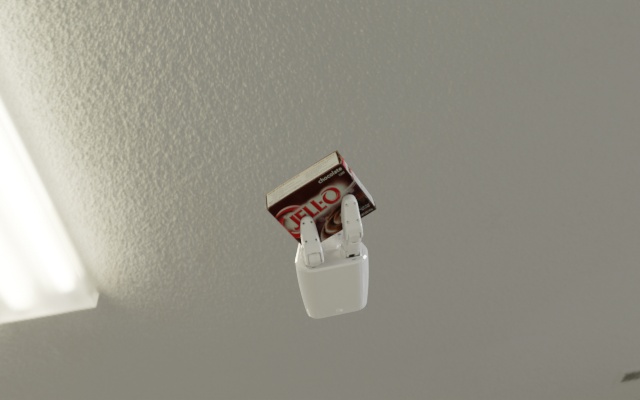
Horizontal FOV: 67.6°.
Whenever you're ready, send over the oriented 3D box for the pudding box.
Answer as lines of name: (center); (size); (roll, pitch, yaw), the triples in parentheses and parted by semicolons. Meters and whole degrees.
pudding box: (0.000, 0.002, 0.609); (0.113, 0.090, 0.039); (-33, 36, 11)
